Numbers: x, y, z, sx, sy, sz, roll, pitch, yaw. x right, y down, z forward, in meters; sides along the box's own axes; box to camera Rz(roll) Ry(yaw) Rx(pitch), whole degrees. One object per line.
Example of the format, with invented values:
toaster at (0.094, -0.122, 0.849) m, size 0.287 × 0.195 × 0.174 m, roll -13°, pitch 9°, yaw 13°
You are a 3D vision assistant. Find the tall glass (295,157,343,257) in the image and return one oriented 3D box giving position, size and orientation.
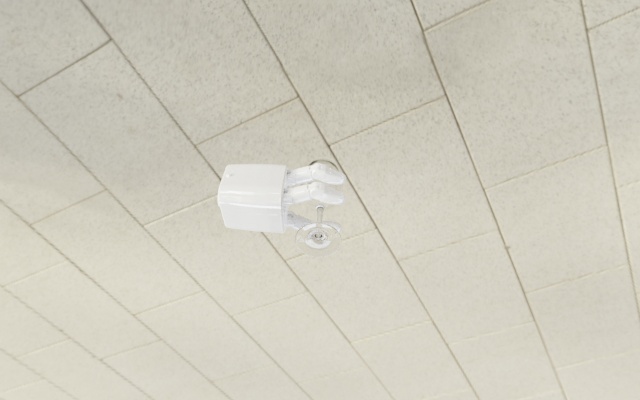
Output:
tall glass at (0.000, 0.003, 0.837) m, size 0.079 × 0.079 × 0.201 m, roll 0°, pitch 38°, yaw 3°
